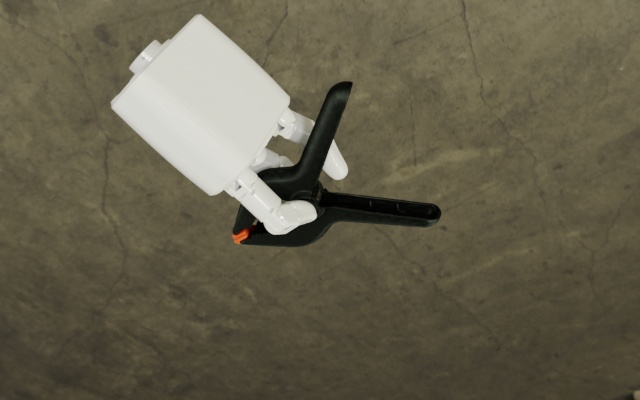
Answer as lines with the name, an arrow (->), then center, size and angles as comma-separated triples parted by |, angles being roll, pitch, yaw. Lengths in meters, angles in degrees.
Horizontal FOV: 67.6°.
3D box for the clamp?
clamp -> -0.001, 0.002, 0.470 | 0.210, 0.164, 0.036 | -32, 24, 32
